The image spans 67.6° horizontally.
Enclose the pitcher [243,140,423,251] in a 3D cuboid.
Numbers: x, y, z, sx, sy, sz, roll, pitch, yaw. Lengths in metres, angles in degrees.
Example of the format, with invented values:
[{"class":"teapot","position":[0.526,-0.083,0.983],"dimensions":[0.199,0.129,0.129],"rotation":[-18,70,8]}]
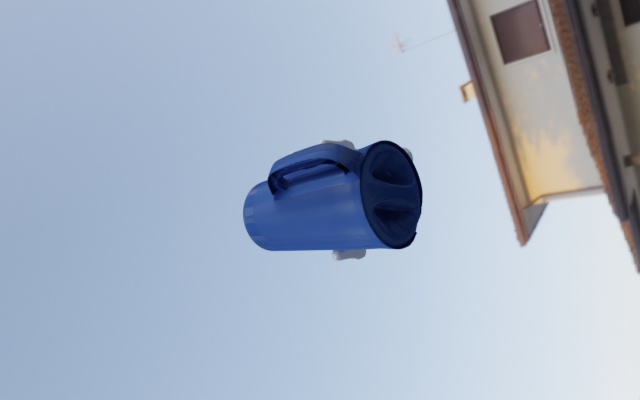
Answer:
[{"class":"pitcher","position":[0.000,0.002,0.645],"dimensions":[0.243,0.149,0.145],"rotation":[-11,8,42]}]
